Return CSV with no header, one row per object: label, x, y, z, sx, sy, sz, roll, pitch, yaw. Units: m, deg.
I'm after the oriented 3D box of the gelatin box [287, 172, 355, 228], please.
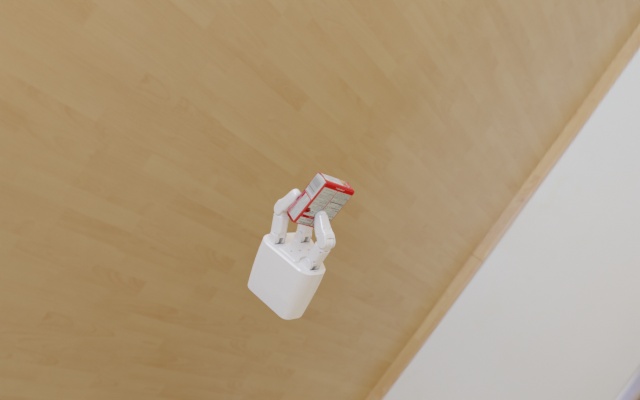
gelatin box,0.001,0.003,0.761,0.073,0.089,0.030,16,31,-47
